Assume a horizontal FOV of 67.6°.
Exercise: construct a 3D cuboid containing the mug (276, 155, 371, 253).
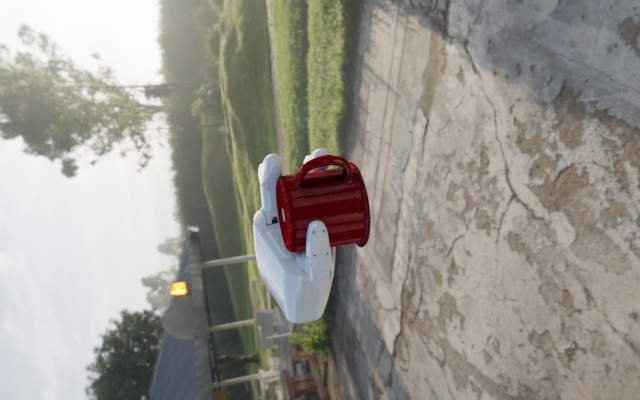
[{"bbox_3d":[0.000,0.001,0.496,0.081,0.093,0.117,-8,-42,-13],"label":"mug"}]
